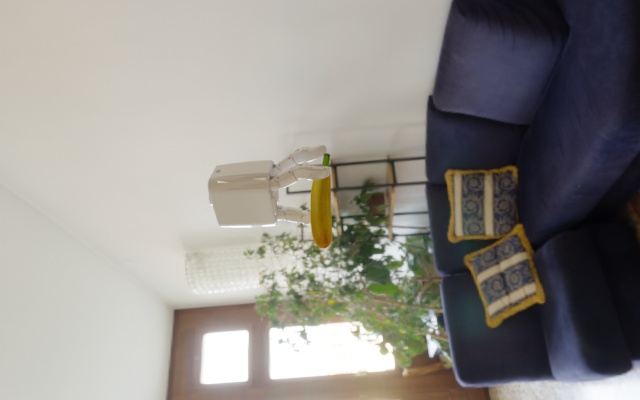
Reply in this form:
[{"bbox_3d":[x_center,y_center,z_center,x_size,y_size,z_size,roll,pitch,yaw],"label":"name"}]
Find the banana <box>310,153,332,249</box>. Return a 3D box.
[{"bbox_3d":[0.001,0.012,0.808,0.037,0.197,0.070,-1,-39,1],"label":"banana"}]
